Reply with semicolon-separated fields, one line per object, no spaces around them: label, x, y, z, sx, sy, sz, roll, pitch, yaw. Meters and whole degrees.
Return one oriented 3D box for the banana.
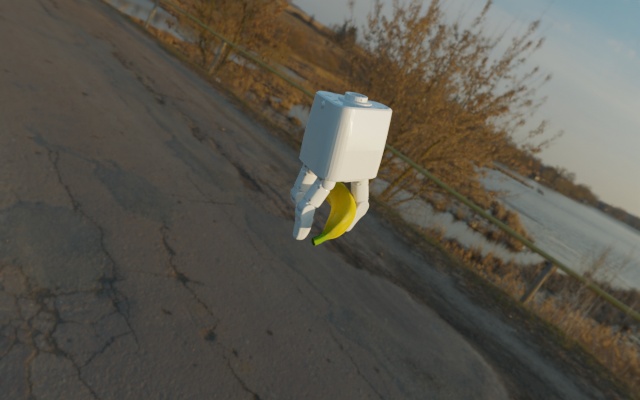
banana;0.019;0.003;0.741;0.069;0.037;0.197;-2;27;0
